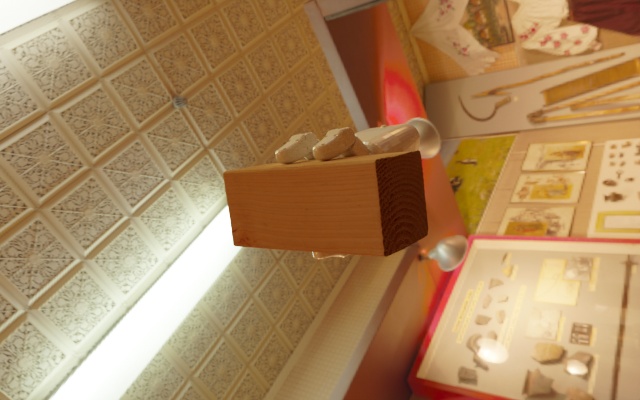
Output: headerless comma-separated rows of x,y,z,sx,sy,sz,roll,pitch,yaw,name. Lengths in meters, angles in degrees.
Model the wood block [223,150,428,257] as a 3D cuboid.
0.000,0.002,0.518,0.206,0.091,0.090,-1,10,39,wood block
